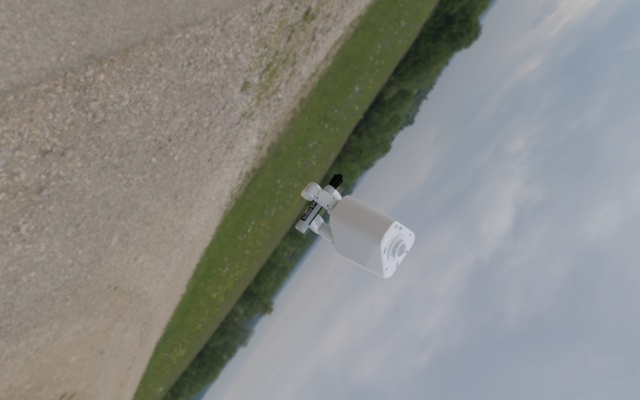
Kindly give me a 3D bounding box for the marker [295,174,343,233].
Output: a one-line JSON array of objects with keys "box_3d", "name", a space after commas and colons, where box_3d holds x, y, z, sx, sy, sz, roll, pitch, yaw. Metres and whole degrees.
[{"box_3d": [0.000, 0.003, 0.813, 0.020, 0.121, 0.020, 35, -14, 10], "name": "marker"}]
